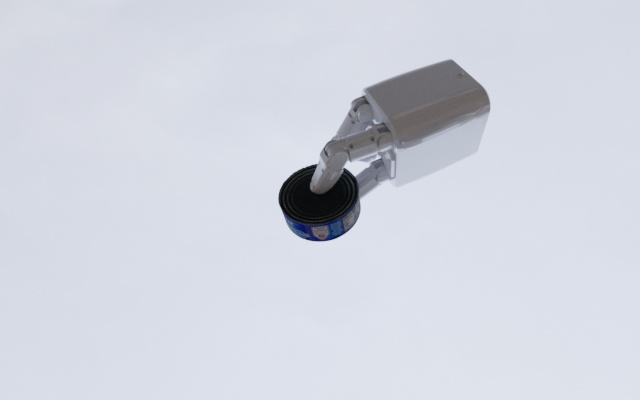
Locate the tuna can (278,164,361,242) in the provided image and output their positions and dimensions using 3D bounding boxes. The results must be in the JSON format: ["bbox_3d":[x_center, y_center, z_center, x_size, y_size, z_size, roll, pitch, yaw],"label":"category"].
[{"bbox_3d":[0.000,0.002,0.511,0.086,0.086,0.034,0,-41,12],"label":"tuna can"}]
